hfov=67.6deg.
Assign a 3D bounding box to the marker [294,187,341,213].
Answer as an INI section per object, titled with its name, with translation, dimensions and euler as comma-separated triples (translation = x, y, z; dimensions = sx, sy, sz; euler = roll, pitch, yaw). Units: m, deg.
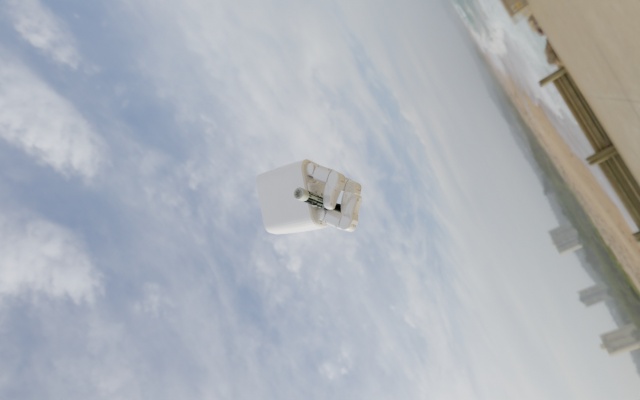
[marker]
translation = 0.000, 0.003, 0.762
dimensions = 0.020, 0.020, 0.121
euler = 0, -13, 34
